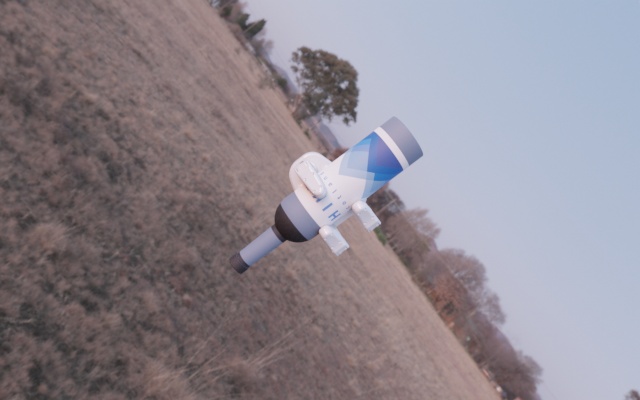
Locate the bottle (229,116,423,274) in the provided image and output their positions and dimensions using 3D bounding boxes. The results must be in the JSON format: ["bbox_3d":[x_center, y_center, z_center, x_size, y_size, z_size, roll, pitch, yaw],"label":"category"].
[{"bbox_3d":[0.000,0.002,0.648,0.296,0.069,0.069,-37,-3,4],"label":"bottle"}]
